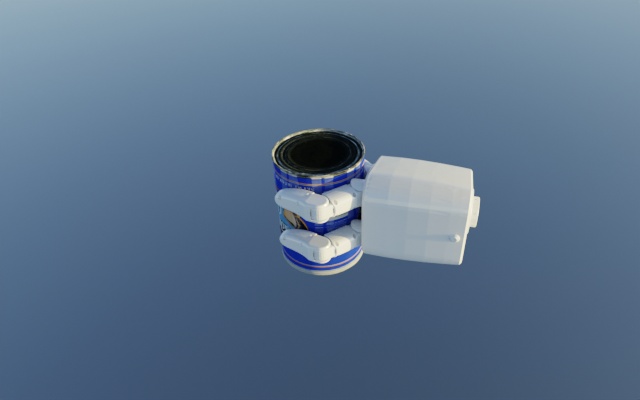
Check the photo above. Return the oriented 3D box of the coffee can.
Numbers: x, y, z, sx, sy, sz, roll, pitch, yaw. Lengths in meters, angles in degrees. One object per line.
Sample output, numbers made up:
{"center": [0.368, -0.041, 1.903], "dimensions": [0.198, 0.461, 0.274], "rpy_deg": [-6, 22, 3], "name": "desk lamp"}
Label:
{"center": [0.000, 0.002, 0.560], "dimensions": [0.103, 0.140, 0.102], "rpy_deg": [-2, 36, 1], "name": "coffee can"}
